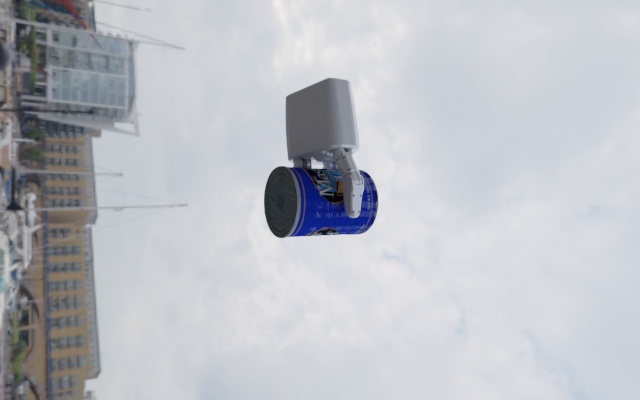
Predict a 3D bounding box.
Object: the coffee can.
[{"bbox_3d":[0.000,0.003,0.714,0.140,0.103,0.103,0,0,-32],"label":"coffee can"}]
